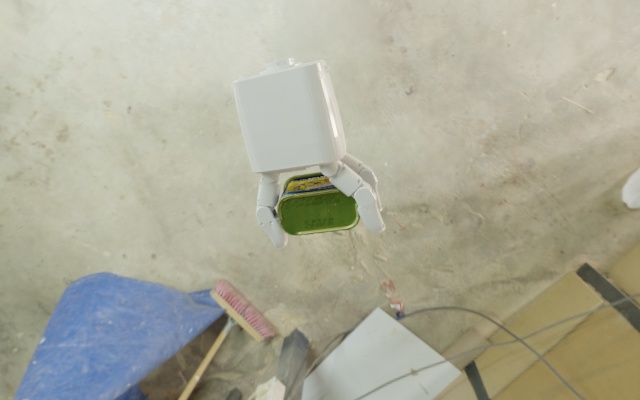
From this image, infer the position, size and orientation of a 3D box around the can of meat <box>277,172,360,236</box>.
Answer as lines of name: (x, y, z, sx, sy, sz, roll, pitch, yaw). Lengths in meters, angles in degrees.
can of meat: (0.000, 0.002, 0.589, 0.102, 0.057, 0.084, -8, 16, 6)
